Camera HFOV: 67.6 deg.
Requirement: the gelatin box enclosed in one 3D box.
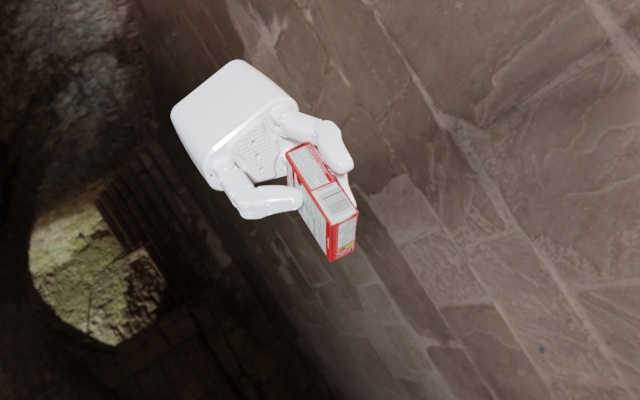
[{"bbox_3d":[0.000,0.002,0.439,0.030,0.089,0.073,-25,-29,-14],"label":"gelatin box"}]
